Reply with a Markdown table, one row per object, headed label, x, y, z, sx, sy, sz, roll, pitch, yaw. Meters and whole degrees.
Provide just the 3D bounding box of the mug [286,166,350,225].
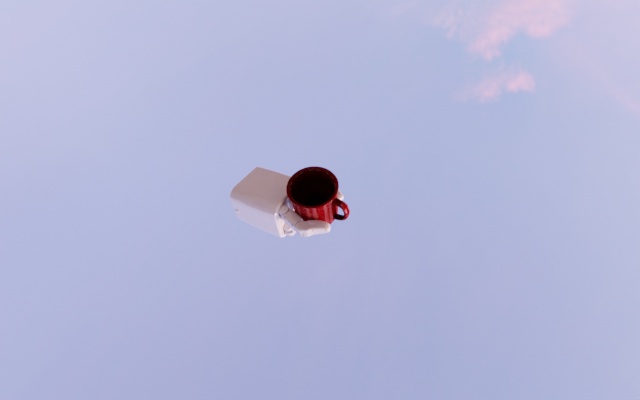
| label | x | y | z | sx | sy | sz | roll | pitch | yaw |
| --- | --- | --- | --- | --- | --- | --- | --- | --- | --- |
| mug | 0.001 | 0.003 | 0.864 | 0.117 | 0.093 | 0.082 | 21 | -30 | 20 |
